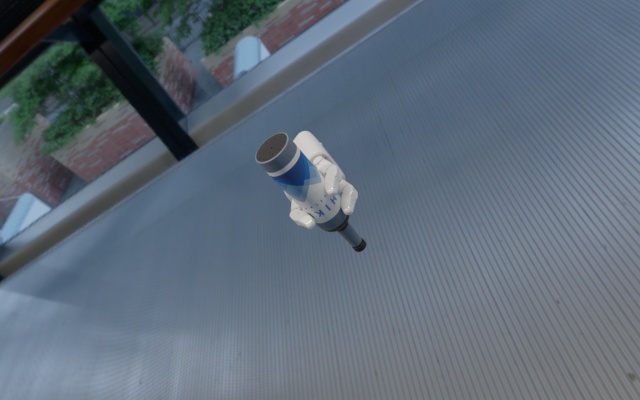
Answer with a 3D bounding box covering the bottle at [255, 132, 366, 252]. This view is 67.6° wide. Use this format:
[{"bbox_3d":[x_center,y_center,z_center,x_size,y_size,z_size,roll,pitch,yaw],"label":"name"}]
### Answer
[{"bbox_3d":[0.000,0.003,0.855,0.069,0.069,0.296,0,-37,42],"label":"bottle"}]
